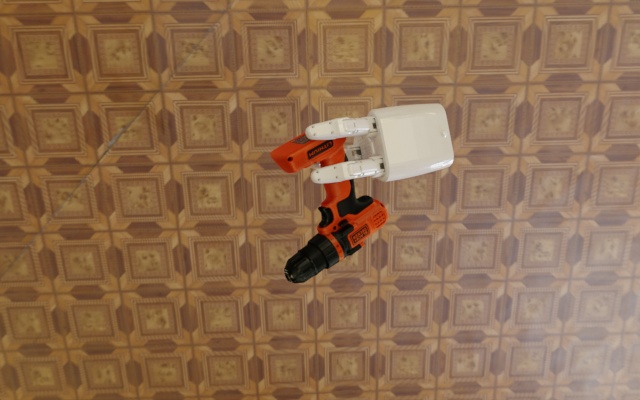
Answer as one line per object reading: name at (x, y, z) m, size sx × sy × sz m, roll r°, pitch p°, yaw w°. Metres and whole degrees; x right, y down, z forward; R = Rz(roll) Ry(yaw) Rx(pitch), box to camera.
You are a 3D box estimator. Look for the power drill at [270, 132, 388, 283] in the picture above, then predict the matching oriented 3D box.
power drill at (0.000, 0.002, 0.665) m, size 0.184 × 0.188 × 0.057 m, roll -35°, pitch 29°, yaw -25°
